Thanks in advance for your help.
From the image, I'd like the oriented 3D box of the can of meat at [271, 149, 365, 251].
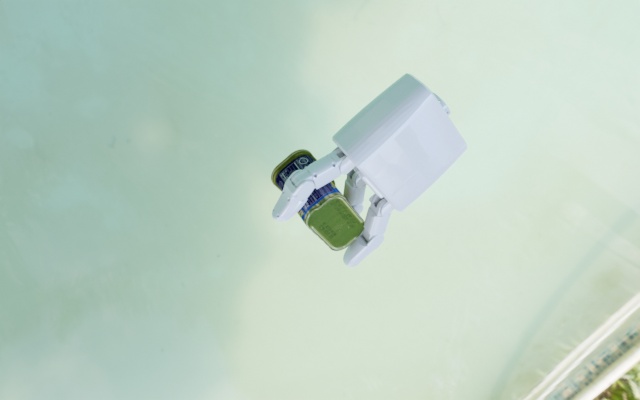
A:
[{"bbox_3d":[0.000,0.002,0.556,0.084,0.057,0.102,52,3,38],"label":"can of meat"}]
